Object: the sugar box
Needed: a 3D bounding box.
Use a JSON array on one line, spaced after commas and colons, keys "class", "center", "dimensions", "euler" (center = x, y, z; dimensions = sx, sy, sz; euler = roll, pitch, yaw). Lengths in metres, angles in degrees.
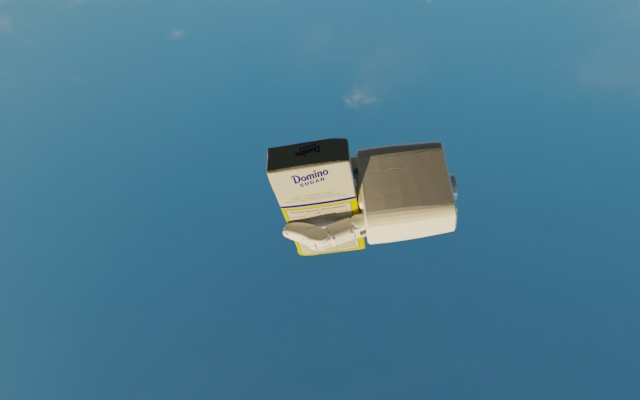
[{"class": "sugar box", "center": [0.000, 0.002, 0.586], "dimensions": [0.093, 0.048, 0.176], "euler": [-7, -40, 6]}]
